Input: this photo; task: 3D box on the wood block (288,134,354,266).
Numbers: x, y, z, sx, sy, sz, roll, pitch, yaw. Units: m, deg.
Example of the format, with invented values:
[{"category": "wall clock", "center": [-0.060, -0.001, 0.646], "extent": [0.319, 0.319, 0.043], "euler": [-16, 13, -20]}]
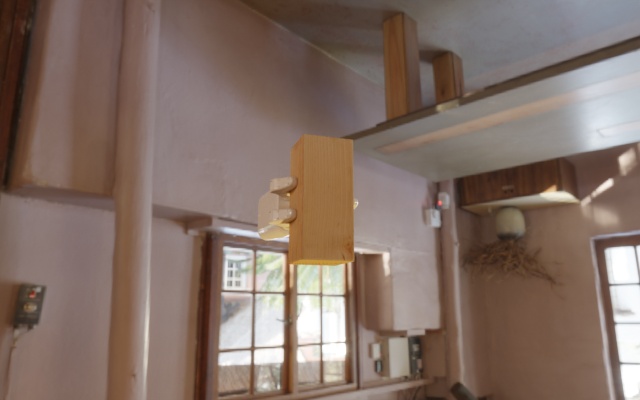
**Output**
[{"category": "wood block", "center": [0.000, 0.003, 0.811], "extent": [0.091, 0.206, 0.090], "euler": [4, -14, -18]}]
